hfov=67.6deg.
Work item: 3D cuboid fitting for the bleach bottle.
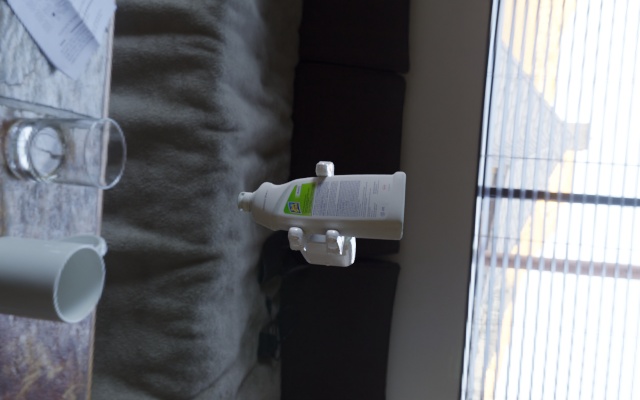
[{"bbox_3d":[0.000,0.002,0.727,0.251,0.102,0.068,4,-31,9],"label":"bleach bottle"}]
